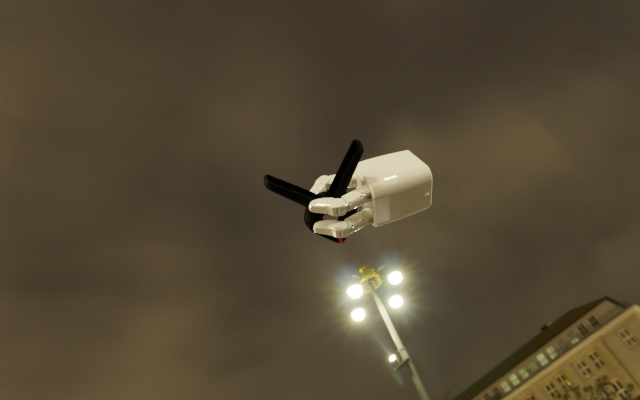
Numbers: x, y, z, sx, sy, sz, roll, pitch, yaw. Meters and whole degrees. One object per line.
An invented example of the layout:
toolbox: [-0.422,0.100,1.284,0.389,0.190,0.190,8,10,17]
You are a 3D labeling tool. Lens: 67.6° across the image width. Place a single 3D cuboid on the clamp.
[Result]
clamp: [0.000,0.002,0.803,0.164,0.210,0.036,-16,45,-6]
